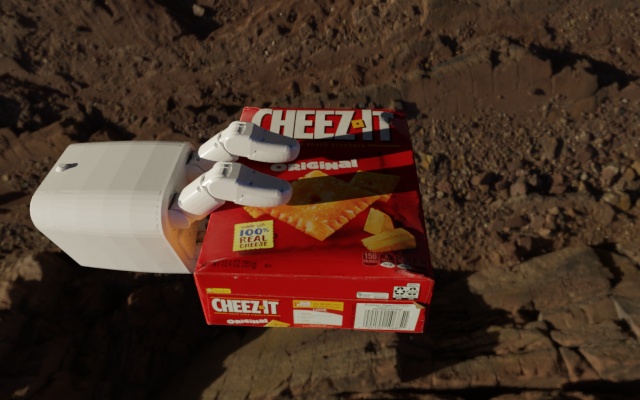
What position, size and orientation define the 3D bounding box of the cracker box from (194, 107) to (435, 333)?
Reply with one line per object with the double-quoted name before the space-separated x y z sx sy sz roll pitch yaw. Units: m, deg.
"cracker box" 0.000 0.002 0.409 0.164 0.072 0.213 2 43 2
